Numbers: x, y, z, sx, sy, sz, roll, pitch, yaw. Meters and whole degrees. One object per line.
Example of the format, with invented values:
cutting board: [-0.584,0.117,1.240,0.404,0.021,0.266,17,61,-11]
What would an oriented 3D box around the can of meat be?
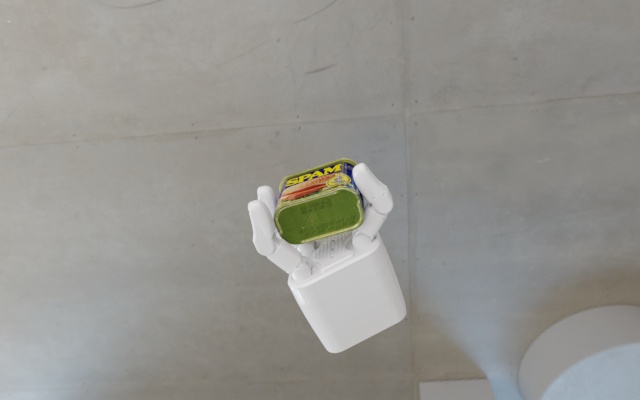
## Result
can of meat: [0.000,0.002,0.542,0.102,0.057,0.084,-17,23,11]
